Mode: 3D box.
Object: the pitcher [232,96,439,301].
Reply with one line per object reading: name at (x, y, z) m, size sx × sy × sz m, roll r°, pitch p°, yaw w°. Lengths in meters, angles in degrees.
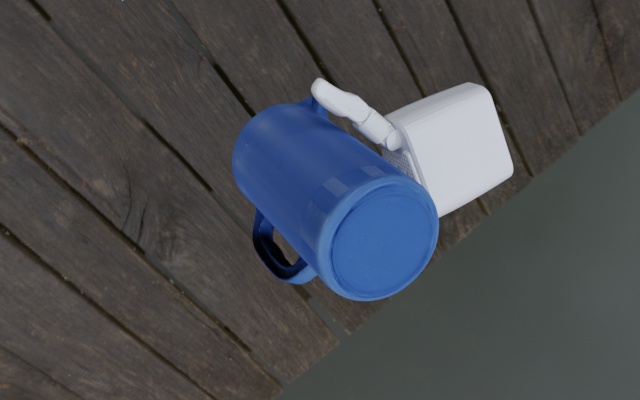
pitcher at (0.000, 0.001, 0.469) m, size 0.145 × 0.149 × 0.242 m, roll -25°, pitch 29°, yaw -12°
